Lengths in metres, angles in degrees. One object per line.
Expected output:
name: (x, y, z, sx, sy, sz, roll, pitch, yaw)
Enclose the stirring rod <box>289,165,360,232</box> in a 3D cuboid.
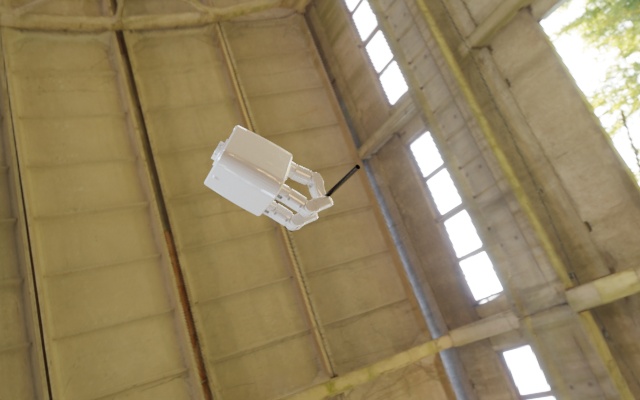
stirring rod: (0.000, 0.003, 0.804, 0.011, 0.011, 0.240, 0, -26, -31)
